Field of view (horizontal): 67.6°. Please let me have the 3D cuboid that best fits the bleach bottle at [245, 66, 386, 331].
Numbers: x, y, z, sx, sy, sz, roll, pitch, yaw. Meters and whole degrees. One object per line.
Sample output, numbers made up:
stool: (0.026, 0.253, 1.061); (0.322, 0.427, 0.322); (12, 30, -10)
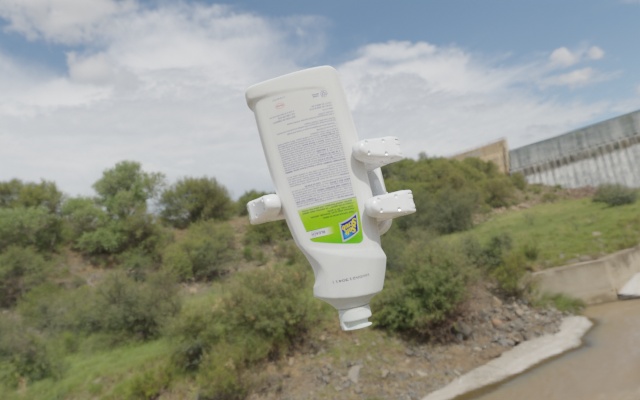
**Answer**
bleach bottle: (0.000, 0.001, 0.473); (0.102, 0.251, 0.068); (-14, -8, 9)
